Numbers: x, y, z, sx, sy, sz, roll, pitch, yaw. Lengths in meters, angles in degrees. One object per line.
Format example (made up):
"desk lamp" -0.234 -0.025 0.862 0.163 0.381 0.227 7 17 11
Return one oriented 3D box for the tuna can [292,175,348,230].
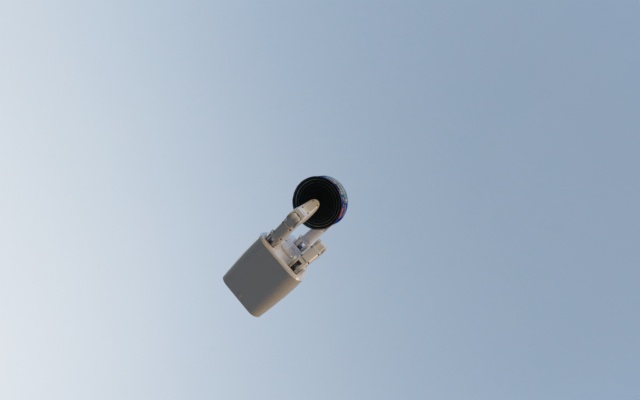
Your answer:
"tuna can" 0.000 0.002 0.767 0.086 0.086 0.034 0 6 23
